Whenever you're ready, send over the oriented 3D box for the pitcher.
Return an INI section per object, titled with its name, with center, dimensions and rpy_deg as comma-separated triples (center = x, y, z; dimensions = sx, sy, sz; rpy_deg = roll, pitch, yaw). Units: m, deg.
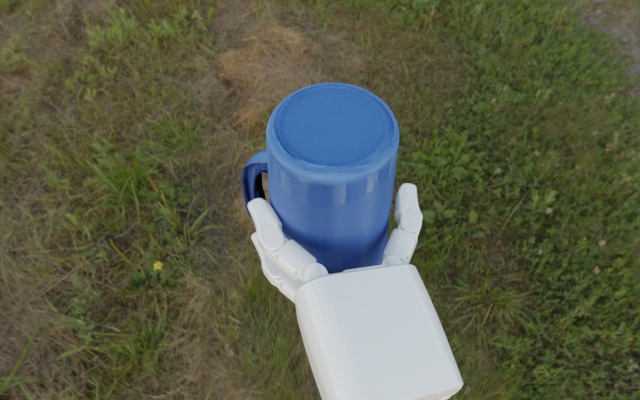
[pitcher]
center = 0.000, 0.002, 0.480
dimensions = 0.149, 0.145, 0.243
rpy_deg = -13, -32, -8
